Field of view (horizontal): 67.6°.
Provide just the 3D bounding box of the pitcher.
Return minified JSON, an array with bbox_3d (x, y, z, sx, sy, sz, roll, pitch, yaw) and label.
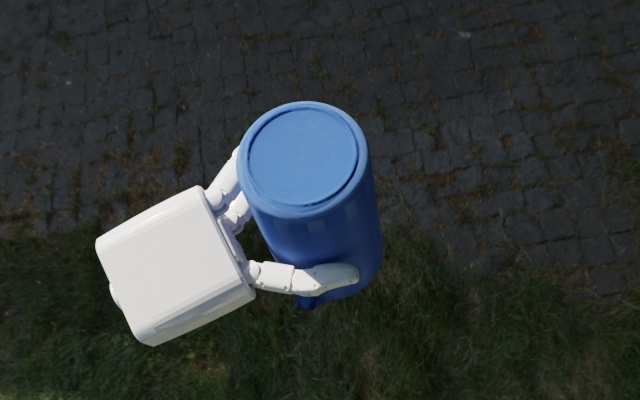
[{"bbox_3d":[0.000,0.002,0.483,0.145,0.149,0.243,-26,-24,-5],"label":"pitcher"}]
